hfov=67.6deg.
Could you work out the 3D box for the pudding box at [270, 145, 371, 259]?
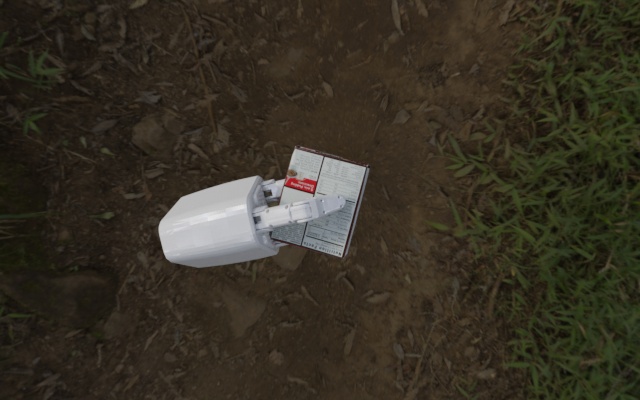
[{"bbox_3d":[0.000,0.002,0.548,0.090,0.113,0.039,16,6,6],"label":"pudding box"}]
